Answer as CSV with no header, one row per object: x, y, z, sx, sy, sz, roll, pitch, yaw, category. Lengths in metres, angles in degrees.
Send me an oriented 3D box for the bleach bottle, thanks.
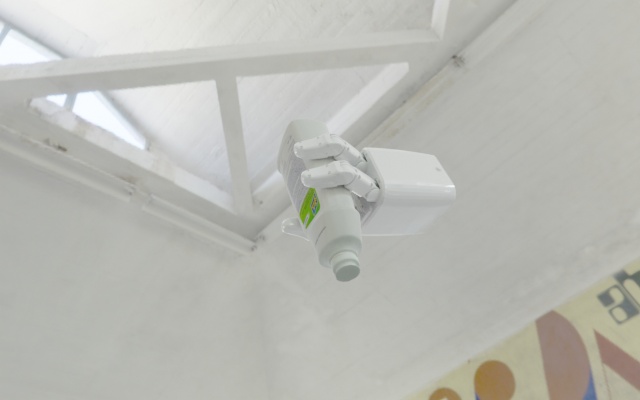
0.000,0.002,0.610,0.068,0.103,0.250,2,41,-19,bleach bottle
